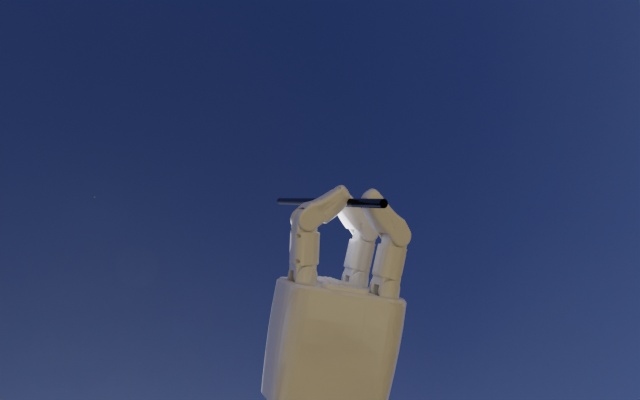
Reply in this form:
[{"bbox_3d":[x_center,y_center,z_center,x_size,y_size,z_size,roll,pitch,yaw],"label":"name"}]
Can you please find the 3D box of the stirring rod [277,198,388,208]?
[{"bbox_3d":[0.000,0.002,0.496,0.011,0.011,0.239,0,0,-25],"label":"stirring rod"}]
